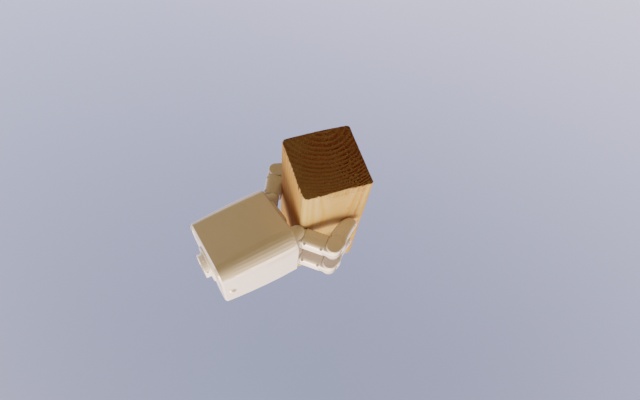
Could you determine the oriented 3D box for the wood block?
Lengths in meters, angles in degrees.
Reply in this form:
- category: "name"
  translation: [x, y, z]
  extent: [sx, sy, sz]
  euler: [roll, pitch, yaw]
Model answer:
- category: "wood block"
  translation: [0.000, 0.002, 0.657]
  extent: [0.090, 0.090, 0.206]
  euler: [-15, -26, -13]
